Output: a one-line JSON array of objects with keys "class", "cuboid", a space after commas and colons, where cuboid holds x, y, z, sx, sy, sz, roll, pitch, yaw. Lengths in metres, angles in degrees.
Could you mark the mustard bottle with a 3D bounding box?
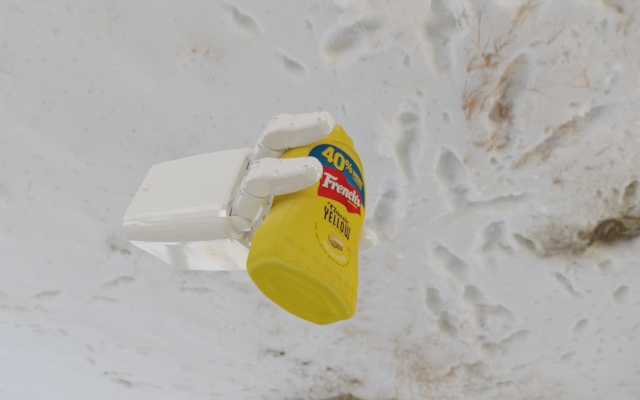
[{"class": "mustard bottle", "cuboid": [0.000, 0.001, 0.412, 0.058, 0.191, 0.096, -26, -53, 34]}]
